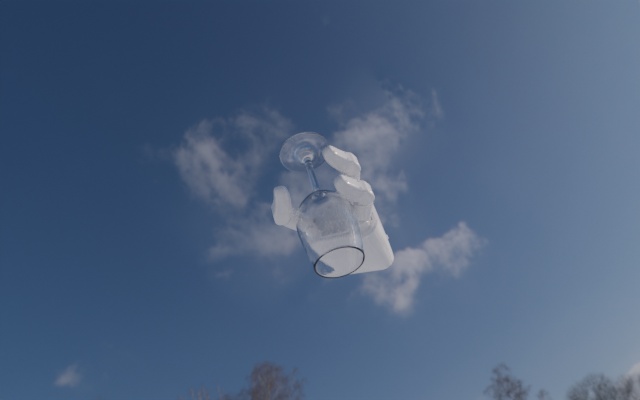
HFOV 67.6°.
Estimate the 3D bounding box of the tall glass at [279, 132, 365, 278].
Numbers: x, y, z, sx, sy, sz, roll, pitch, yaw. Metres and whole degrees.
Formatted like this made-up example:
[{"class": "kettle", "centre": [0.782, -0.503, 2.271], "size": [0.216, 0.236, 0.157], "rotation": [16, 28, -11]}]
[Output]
[{"class": "tall glass", "centre": [0.000, 0.001, 0.623], "size": [0.079, 0.200, 0.079], "rotation": [-10, -42, -9]}]
